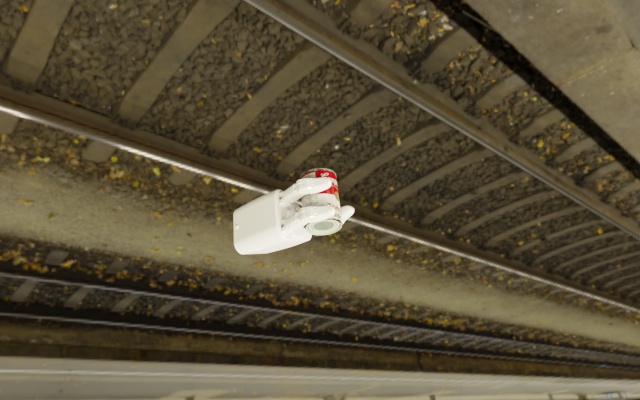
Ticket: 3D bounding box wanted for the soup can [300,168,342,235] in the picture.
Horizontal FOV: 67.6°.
[{"bbox_3d":[0.001,0.003,0.851,0.068,0.102,0.068,-5,-28,-3],"label":"soup can"}]
